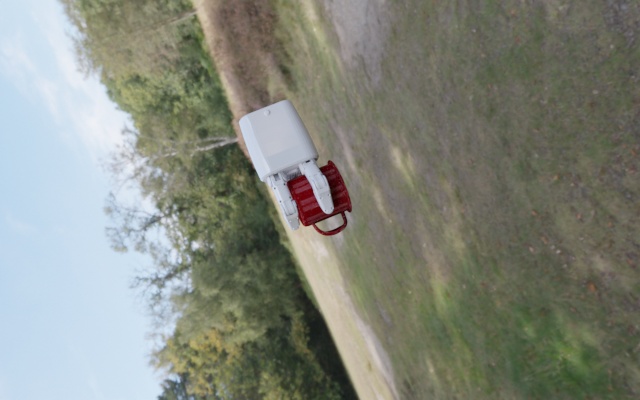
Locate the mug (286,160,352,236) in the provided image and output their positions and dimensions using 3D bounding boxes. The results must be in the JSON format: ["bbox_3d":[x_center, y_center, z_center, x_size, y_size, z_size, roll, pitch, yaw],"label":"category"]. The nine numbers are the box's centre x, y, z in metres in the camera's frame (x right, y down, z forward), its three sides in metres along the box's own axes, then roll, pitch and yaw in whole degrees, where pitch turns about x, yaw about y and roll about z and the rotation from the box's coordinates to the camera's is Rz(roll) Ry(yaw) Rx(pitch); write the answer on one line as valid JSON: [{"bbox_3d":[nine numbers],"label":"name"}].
[{"bbox_3d":[0.001,0.004,0.773,0.081,0.117,0.093,-23,-12,-8],"label":"mug"}]
